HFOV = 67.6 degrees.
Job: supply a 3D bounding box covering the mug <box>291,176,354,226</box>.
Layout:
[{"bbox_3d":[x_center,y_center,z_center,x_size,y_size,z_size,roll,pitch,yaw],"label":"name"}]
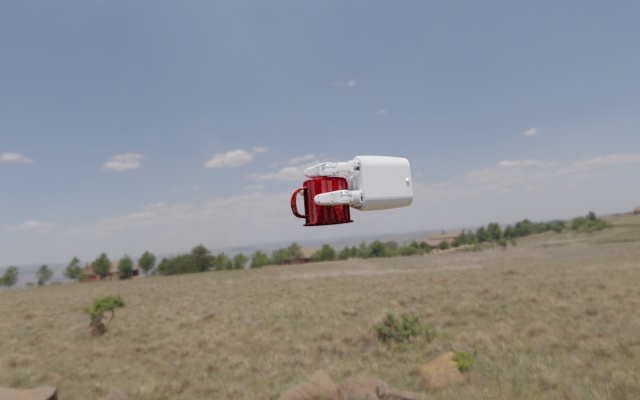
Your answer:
[{"bbox_3d":[-0.001,0.003,0.860,0.117,0.081,0.093,-2,-6,-26],"label":"mug"}]
